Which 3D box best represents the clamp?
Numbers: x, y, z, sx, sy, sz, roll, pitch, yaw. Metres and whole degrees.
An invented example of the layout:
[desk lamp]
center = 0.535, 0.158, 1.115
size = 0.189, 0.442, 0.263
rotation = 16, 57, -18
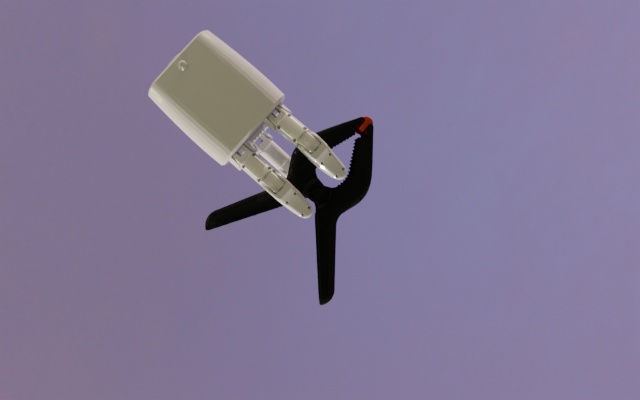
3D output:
[clamp]
center = 0.000, 0.001, 0.534
size = 0.164, 0.210, 0.036
rotation = 42, -3, -10
